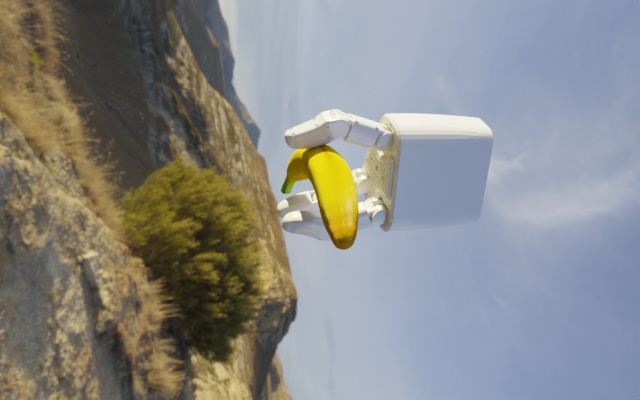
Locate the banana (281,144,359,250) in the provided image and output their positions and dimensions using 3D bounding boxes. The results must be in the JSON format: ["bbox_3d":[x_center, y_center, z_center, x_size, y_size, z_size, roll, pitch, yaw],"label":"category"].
[{"bbox_3d":[0.001,-0.017,0.448,0.037,0.070,0.197,2,13,-17],"label":"banana"}]
